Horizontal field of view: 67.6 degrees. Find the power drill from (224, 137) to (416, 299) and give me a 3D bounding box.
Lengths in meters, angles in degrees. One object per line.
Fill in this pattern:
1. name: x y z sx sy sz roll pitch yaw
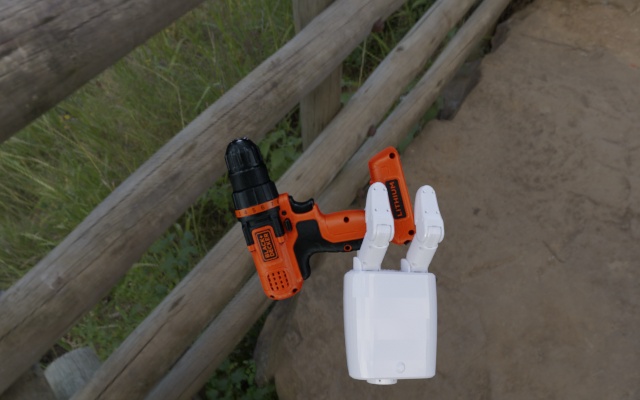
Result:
1. power drill: 0.001 0.002 0.526 0.187 0.184 0.057 -16 8 5
